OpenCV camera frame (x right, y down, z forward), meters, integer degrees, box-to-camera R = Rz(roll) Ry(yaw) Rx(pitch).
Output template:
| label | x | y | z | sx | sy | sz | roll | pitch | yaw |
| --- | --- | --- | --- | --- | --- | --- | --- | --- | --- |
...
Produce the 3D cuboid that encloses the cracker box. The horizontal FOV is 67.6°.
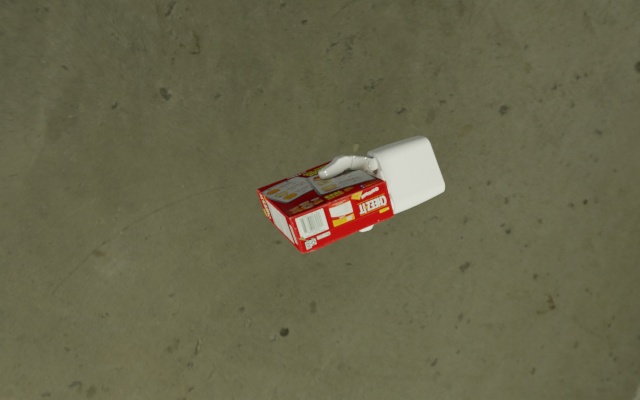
| label | x | y | z | sx | sy | sz | roll | pitch | yaw |
| --- | --- | --- | --- | --- | --- | --- | --- | --- | --- |
| cracker box | 0.000 | 0.003 | 0.813 | 0.164 | 0.072 | 0.213 | -22 | 19 | -15 |
